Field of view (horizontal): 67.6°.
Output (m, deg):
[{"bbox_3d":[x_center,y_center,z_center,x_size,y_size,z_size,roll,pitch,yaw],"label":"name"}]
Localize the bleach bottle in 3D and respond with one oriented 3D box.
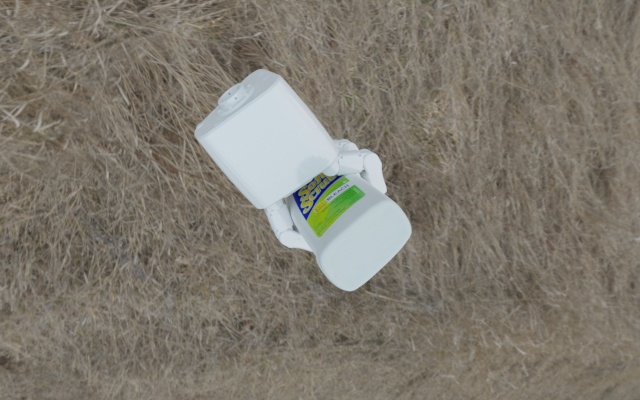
[{"bbox_3d":[0.000,0.002,0.568,0.102,0.068,0.250,-42,30,-4],"label":"bleach bottle"}]
